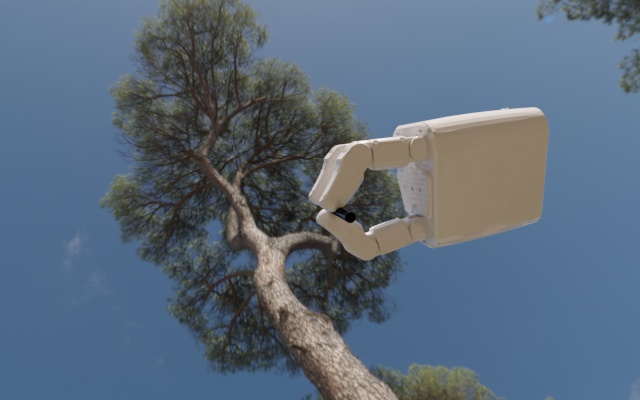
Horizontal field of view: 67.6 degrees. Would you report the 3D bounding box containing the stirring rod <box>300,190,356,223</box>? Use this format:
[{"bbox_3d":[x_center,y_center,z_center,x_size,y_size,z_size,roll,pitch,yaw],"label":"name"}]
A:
[{"bbox_3d":[0.000,0.002,0.461,0.011,0.011,0.239,0,5,-10],"label":"stirring rod"}]
